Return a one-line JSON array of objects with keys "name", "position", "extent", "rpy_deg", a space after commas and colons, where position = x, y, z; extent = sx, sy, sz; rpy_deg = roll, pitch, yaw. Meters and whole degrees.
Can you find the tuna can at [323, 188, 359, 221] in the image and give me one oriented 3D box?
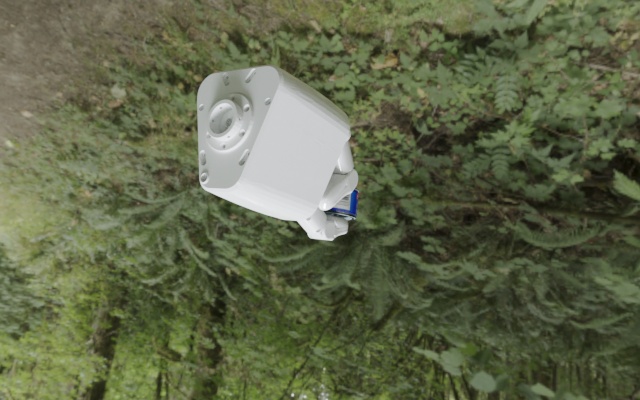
[{"name": "tuna can", "position": [0.000, 0.002, 0.543], "extent": [0.086, 0.033, 0.086], "rpy_deg": [5, -8, 1]}]
